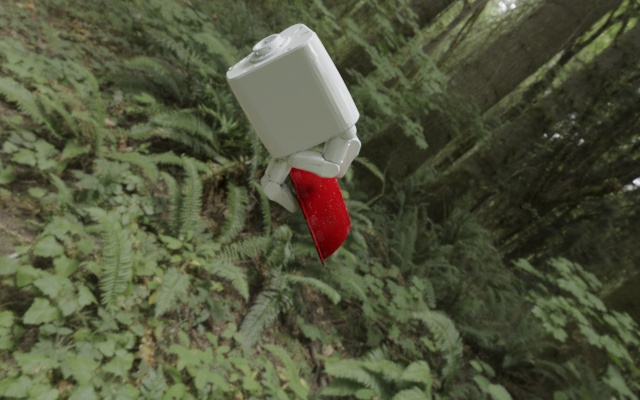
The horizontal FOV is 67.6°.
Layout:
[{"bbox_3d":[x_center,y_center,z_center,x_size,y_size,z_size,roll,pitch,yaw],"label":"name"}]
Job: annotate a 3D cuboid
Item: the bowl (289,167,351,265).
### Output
[{"bbox_3d":[0.001,0.003,0.642,0.055,0.162,0.162,-20,1,-2],"label":"bowl"}]
